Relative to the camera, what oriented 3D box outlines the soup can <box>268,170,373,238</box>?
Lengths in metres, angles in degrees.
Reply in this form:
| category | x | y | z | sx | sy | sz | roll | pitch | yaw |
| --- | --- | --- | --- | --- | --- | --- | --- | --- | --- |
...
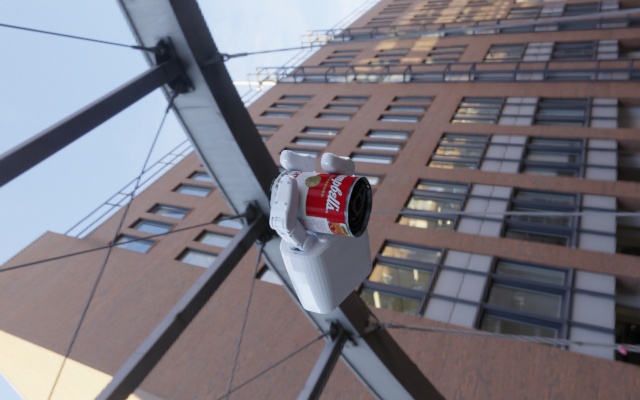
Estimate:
| category | x | y | z | sx | sy | sz | roll | pitch | yaw |
| --- | --- | --- | --- | --- | --- | --- | --- | --- | --- |
| soup can | 0.000 | 0.001 | 0.549 | 0.102 | 0.068 | 0.068 | 7 | 3 | 28 |
